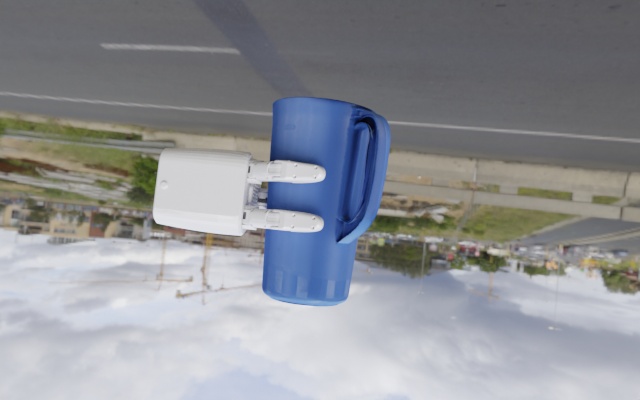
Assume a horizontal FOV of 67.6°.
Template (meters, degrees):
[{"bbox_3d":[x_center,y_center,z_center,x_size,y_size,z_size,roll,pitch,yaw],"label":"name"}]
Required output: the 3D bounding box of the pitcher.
[{"bbox_3d":[0.000,0.002,0.586,0.145,0.243,0.149,6,-2,3],"label":"pitcher"}]
